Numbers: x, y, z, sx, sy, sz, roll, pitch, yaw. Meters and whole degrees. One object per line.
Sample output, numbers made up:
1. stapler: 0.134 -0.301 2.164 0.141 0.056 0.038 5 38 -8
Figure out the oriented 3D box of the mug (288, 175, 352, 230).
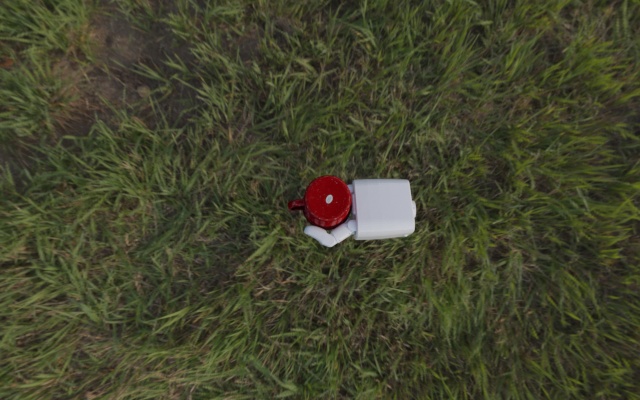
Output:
1. mug: -0.001 0.003 0.846 0.117 0.093 0.081 -3 -9 -1
